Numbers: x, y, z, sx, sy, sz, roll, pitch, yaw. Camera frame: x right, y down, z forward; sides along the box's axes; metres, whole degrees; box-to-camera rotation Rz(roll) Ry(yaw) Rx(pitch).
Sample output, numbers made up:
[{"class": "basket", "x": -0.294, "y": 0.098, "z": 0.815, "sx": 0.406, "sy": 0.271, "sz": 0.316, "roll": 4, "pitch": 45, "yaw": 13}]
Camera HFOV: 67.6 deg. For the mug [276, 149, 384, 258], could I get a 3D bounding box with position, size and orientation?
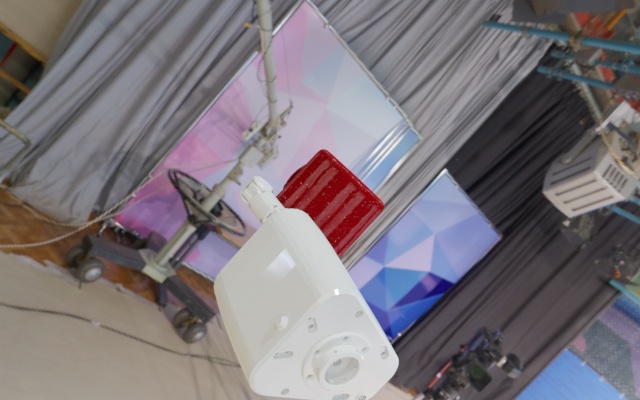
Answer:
[{"class": "mug", "x": 0.000, "y": 0.001, "z": 0.456, "sx": 0.093, "sy": 0.081, "sz": 0.117, "roll": 38, "pitch": 7, "yaw": -36}]
